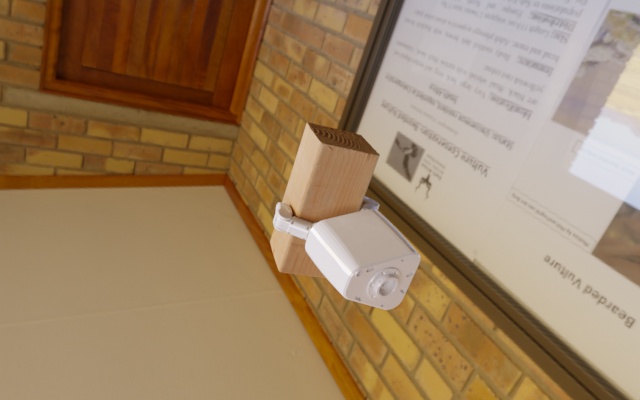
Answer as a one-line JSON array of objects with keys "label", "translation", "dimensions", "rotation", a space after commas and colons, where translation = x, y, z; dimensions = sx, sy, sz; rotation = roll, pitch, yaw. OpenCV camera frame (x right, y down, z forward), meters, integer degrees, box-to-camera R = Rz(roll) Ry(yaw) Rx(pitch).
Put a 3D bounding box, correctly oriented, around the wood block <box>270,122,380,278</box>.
[{"label": "wood block", "translation": [0.000, 0.003, 0.707], "dimensions": [0.091, 0.206, 0.090], "rotation": [10, 24, -20]}]
